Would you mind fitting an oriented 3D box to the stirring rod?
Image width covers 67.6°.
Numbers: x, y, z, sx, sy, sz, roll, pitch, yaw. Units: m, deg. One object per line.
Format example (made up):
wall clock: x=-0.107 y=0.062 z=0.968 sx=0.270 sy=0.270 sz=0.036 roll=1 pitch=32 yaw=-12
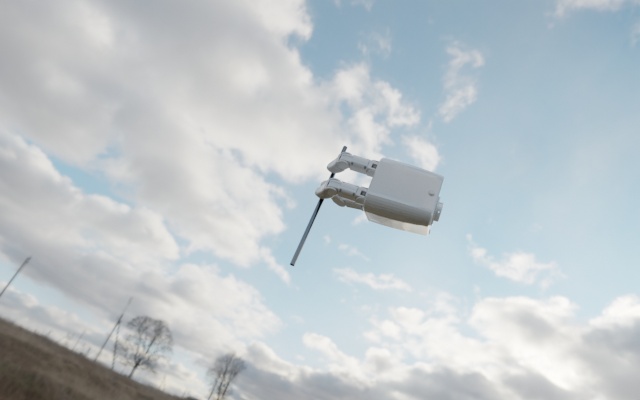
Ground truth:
stirring rod: x=0.000 y=0.003 z=0.796 sx=0.011 sy=0.239 sz=0.011 roll=19 pitch=-27 yaw=10
